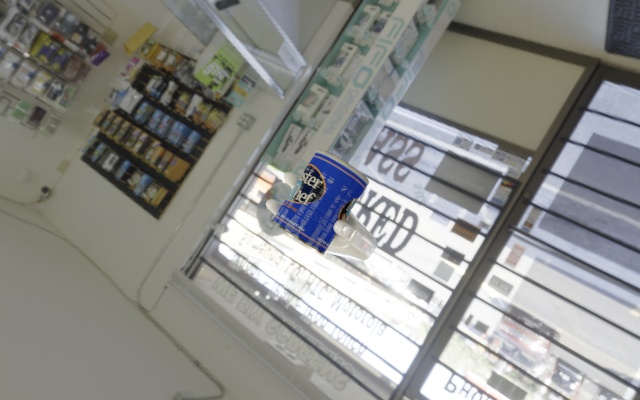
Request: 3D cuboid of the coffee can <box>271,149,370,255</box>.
[{"bbox_3d":[0.000,0.002,0.778,0.103,0.140,0.103,32,-4,3],"label":"coffee can"}]
